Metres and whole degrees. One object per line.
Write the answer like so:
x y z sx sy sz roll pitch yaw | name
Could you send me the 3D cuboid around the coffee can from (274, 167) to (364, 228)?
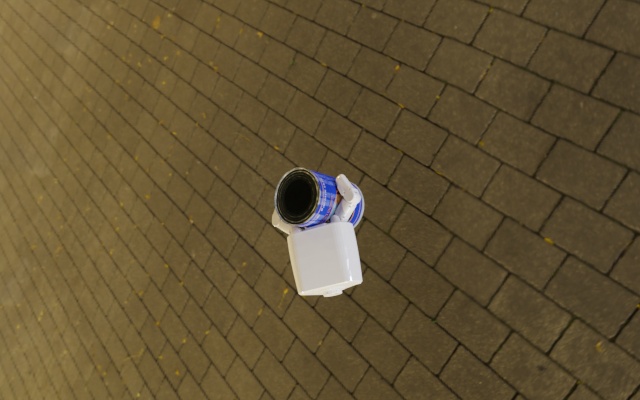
0.000 0.003 0.874 0.103 0.103 0.140 0 -8 37 | coffee can
